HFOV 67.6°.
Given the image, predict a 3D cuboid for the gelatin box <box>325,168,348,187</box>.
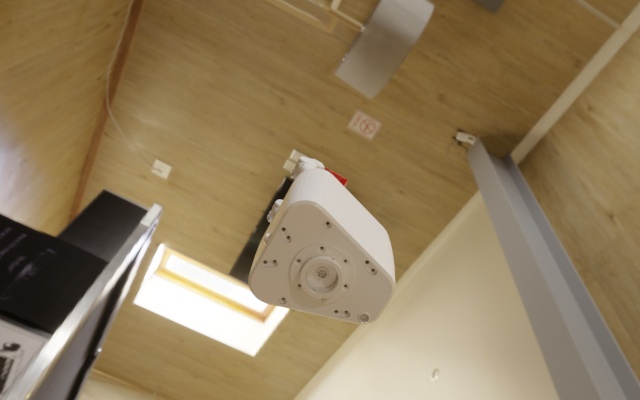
[{"bbox_3d":[0.000,0.002,0.549,0.030,0.073,0.089,30,2,1],"label":"gelatin box"}]
